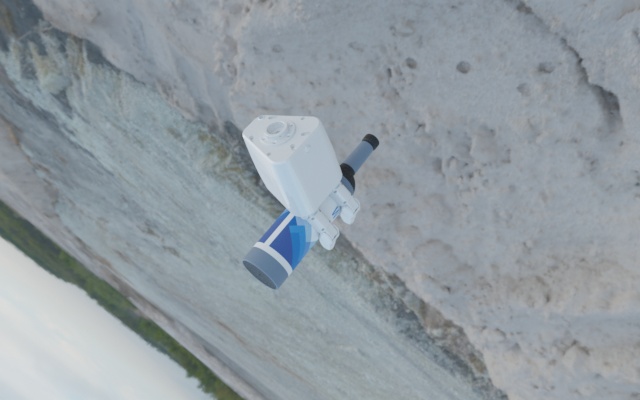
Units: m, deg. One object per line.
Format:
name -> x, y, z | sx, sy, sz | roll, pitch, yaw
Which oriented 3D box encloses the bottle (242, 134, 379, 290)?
bottle -> 0.000, 0.003, 0.736 | 0.069, 0.295, 0.069 | 32, -24, 17
